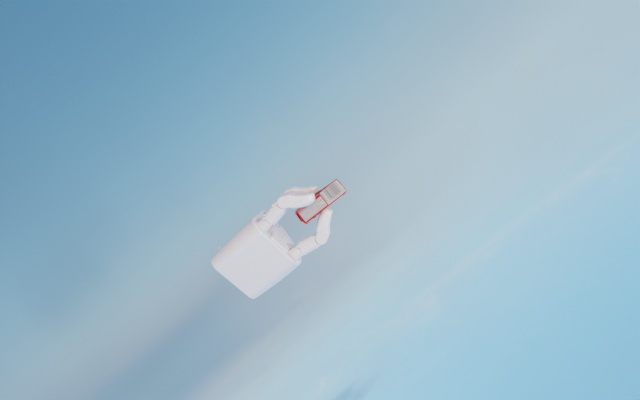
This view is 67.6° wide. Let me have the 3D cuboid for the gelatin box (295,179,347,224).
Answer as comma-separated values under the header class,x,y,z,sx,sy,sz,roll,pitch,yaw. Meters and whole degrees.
class,x,y,z,sx,sy,sz,roll,pitch,yaw
gelatin box,0.001,0.003,0.801,0.089,0.030,0.073,-38,-2,-1
